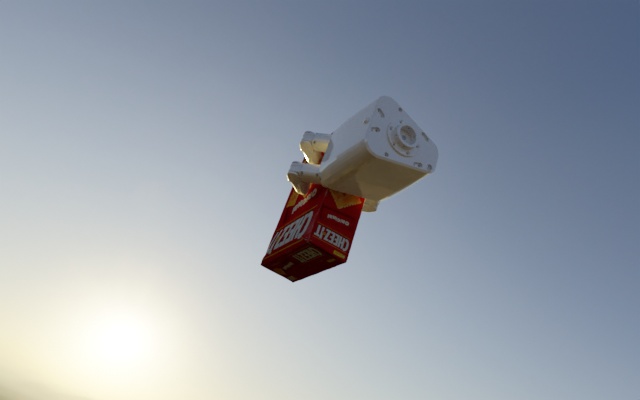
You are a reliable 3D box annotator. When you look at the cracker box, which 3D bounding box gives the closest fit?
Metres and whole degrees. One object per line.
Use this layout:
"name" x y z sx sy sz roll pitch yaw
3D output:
"cracker box" 0.000 0.002 0.723 0.072 0.213 0.164 30 -30 -17
